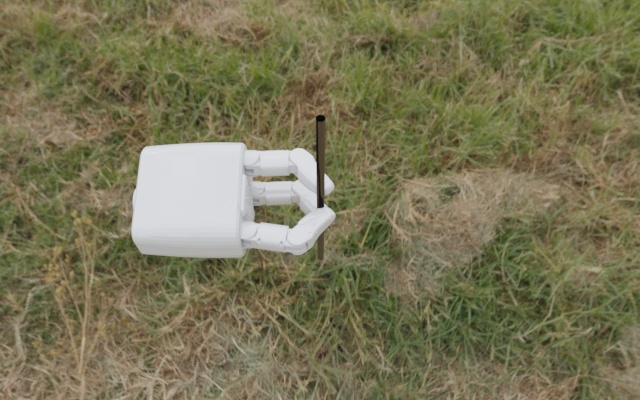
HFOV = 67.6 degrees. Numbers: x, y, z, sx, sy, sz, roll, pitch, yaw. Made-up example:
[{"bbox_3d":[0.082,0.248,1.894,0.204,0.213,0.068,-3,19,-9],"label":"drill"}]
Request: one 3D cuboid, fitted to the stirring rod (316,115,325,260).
[{"bbox_3d":[0.000,0.002,0.486,0.011,0.011,0.240,0,-35,0],"label":"stirring rod"}]
